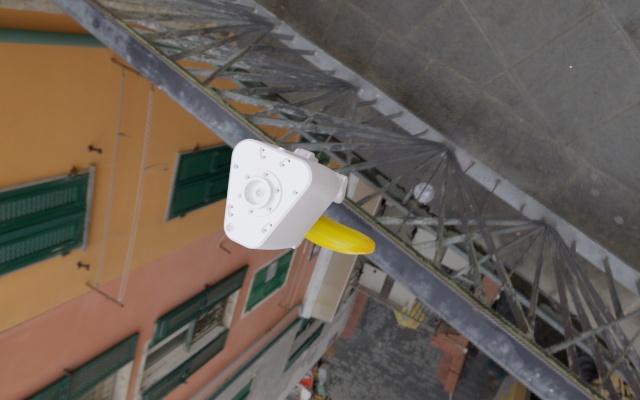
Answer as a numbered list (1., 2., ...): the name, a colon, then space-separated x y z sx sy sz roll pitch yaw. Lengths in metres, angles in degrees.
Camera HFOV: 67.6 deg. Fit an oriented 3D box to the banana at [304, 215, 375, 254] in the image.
1. banana: -0.016 0.012 0.632 0.069 0.197 0.037 -40 -18 -11
